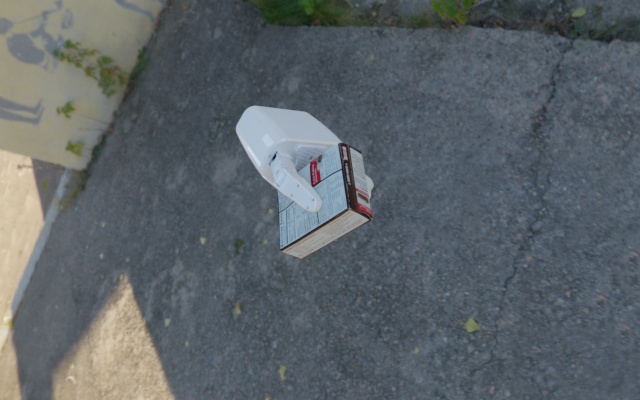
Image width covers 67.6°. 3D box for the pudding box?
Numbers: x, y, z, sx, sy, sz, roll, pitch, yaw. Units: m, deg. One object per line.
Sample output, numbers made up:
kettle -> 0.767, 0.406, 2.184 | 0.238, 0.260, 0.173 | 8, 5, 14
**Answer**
pudding box -> 0.000, 0.002, 0.528 | 0.039, 0.090, 0.113 | 21, -41, -37
